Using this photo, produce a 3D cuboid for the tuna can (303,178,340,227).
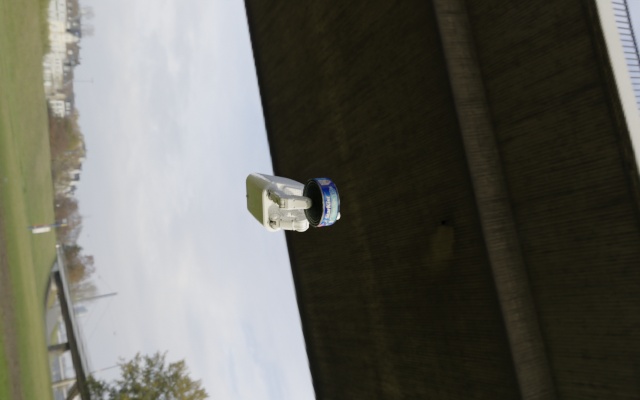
[{"bbox_3d":[0.001,0.003,0.845,0.034,0.086,0.086,-5,2,-26],"label":"tuna can"}]
